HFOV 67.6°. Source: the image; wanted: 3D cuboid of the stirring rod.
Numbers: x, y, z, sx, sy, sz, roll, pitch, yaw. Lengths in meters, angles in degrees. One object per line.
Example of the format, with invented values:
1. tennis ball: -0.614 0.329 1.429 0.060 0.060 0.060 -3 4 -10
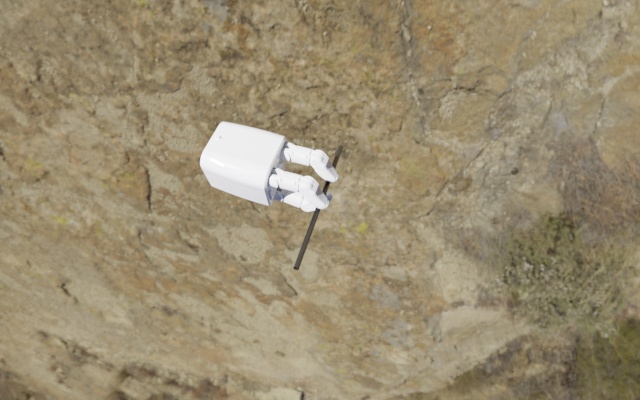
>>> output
1. stirring rod: 0.000 0.002 0.729 0.011 0.239 0.011 13 -36 10
